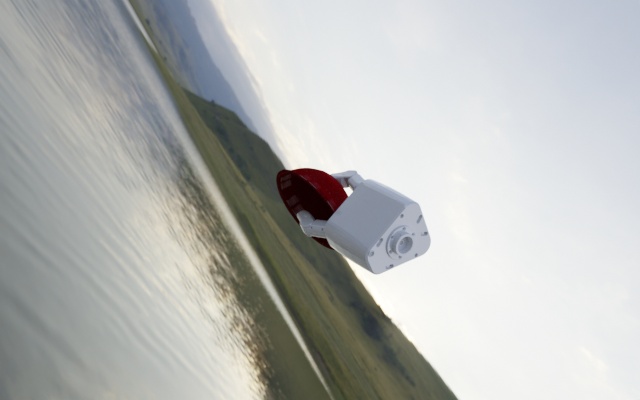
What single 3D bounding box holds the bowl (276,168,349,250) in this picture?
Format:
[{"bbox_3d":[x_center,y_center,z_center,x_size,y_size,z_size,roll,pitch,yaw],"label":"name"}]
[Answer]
[{"bbox_3d":[0.000,0.002,0.786,0.055,0.162,0.162,-40,18,-24],"label":"bowl"}]
